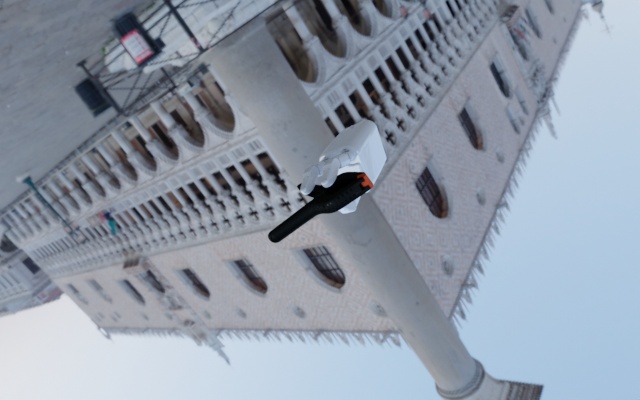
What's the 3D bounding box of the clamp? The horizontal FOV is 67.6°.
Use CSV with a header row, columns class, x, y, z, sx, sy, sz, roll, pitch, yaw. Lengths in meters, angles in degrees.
class,x,y,z,sx,sy,sz,roll,pitch,yaw
clamp,0.001,0.003,0.863,0.210,0.036,0.164,-17,31,42
